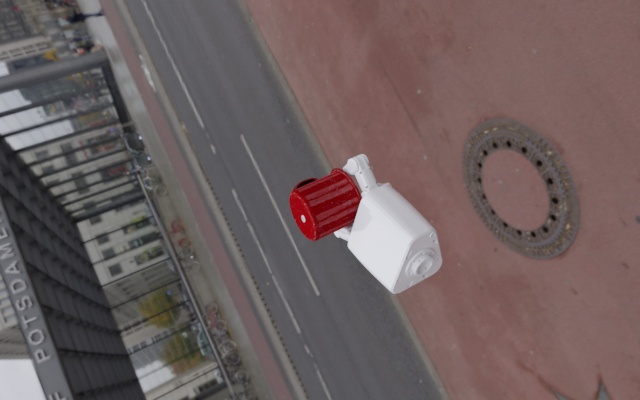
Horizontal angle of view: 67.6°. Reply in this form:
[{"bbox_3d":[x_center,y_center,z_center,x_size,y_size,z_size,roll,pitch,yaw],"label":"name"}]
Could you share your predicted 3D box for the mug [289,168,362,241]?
[{"bbox_3d":[-0.001,0.002,0.722,0.081,0.093,0.117,-25,45,-21],"label":"mug"}]
